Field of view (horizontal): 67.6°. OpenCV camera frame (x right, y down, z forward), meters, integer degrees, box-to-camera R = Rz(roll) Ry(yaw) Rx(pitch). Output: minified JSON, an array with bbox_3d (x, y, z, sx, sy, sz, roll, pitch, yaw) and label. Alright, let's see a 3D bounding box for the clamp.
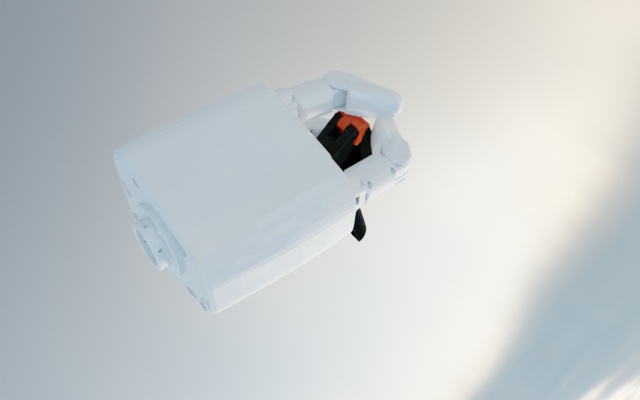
[{"bbox_3d":[0.001,0.002,0.406,0.120,0.172,0.039,-32,56,-29],"label":"clamp"}]
